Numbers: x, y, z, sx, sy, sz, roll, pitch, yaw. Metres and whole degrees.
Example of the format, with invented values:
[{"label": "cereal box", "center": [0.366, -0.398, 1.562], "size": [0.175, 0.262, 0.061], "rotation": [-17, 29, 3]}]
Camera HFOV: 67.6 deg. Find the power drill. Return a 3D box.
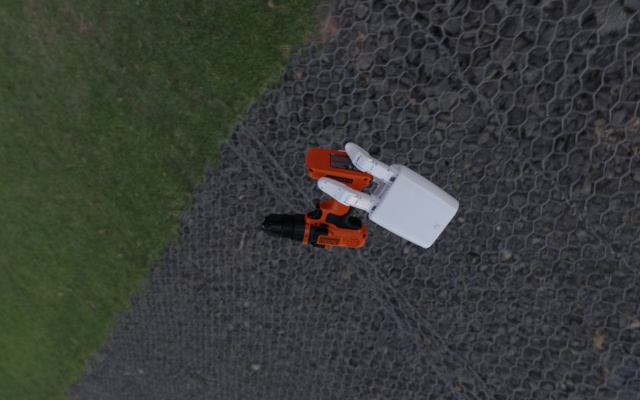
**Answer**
[{"label": "power drill", "center": [0.000, 0.002, 0.786], "size": [0.184, 0.057, 0.188], "rotation": [6, -44, -8]}]
